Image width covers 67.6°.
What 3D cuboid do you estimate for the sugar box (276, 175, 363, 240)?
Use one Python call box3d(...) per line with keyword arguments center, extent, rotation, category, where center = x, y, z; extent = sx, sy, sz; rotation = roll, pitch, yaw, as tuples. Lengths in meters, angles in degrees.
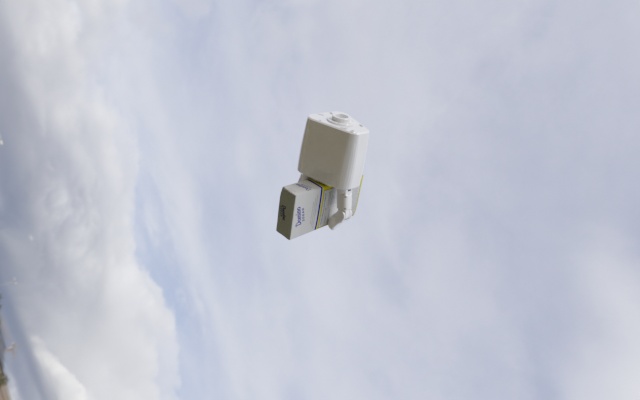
box3d(center=(0.000, 0.003, 0.884), extent=(0.176, 0.093, 0.048), rotation=(-16, 37, -40), category="sugar box")
